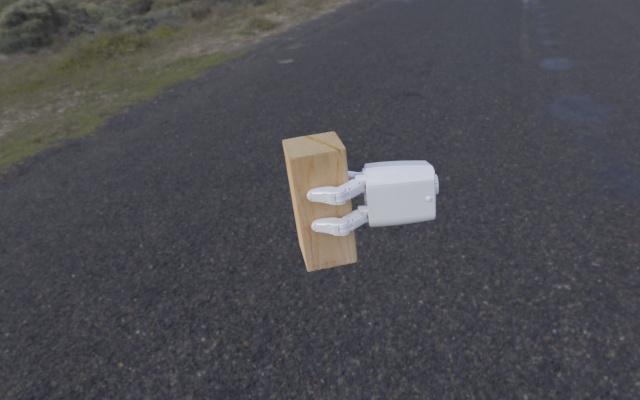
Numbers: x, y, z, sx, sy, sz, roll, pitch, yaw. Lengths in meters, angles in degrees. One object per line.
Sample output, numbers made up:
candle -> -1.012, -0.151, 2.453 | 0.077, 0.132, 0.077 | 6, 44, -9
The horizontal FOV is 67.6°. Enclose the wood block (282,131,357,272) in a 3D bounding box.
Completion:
wood block -> 0.000, 0.002, 0.793 | 0.090, 0.206, 0.090 | -11, 27, -6
